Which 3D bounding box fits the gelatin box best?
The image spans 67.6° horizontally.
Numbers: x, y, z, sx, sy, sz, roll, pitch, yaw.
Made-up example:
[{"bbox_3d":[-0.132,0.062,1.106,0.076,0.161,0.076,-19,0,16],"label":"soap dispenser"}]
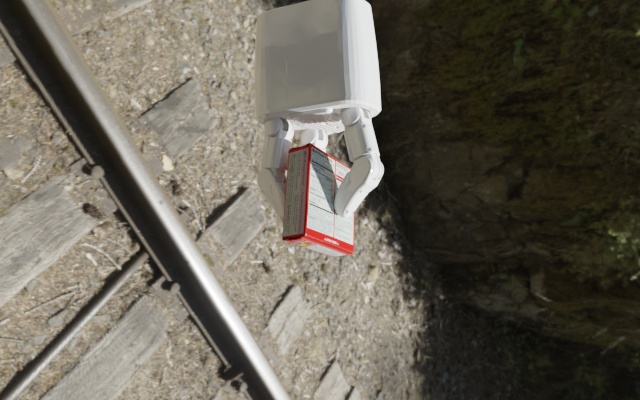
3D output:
[{"bbox_3d":[0.000,0.002,0.444,0.030,0.089,0.073,-13,-25,35],"label":"gelatin box"}]
